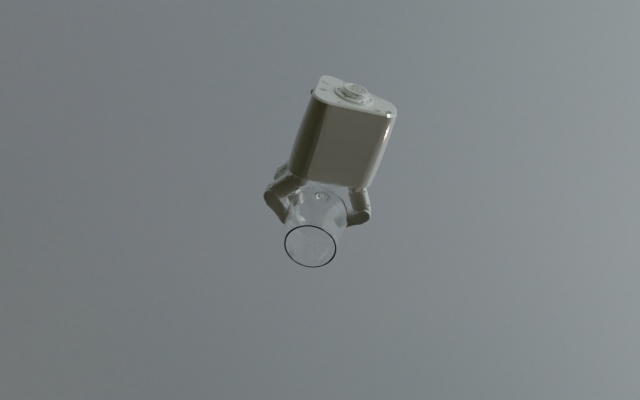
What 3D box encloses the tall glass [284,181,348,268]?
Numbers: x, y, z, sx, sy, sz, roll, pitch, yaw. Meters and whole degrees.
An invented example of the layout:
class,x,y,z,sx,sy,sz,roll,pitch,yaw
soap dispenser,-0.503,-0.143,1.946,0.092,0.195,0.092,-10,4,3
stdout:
class,x,y,z,sx,sy,sz,roll,pitch,yaw
tall glass,0.000,0.002,0.636,0.079,0.079,0.201,0,32,8
